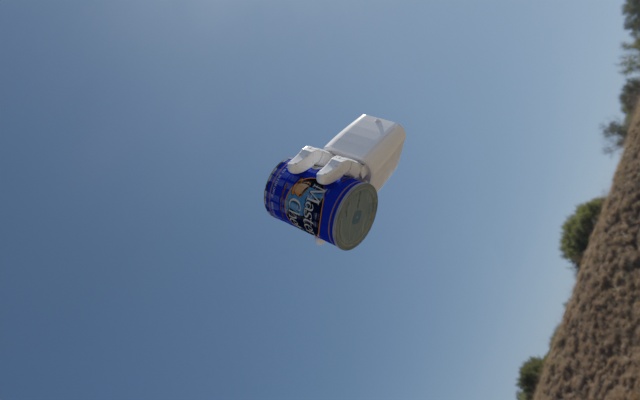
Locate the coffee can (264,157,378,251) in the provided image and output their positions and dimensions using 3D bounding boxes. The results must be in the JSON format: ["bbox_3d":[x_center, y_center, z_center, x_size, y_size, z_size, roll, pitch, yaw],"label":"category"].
[{"bbox_3d":[0.000,0.003,0.719,0.140,0.103,0.103,22,13,34],"label":"coffee can"}]
